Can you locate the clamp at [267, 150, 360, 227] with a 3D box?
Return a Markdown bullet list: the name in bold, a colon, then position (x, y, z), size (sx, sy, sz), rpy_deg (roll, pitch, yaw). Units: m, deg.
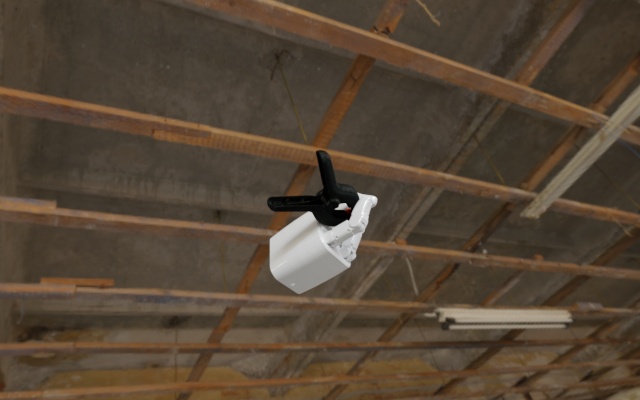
- **clamp**: position (0.000, 0.002, 0.749), size (0.120, 0.039, 0.171), rpy_deg (-33, -44, 13)
